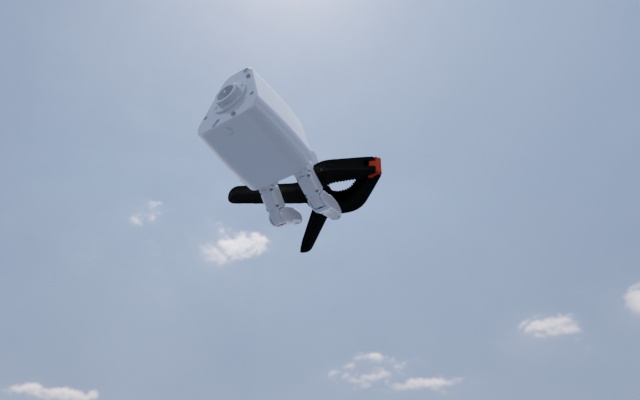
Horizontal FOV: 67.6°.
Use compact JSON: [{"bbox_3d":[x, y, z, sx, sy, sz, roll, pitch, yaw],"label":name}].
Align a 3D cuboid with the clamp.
[{"bbox_3d":[0.000,0.001,0.667,0.210,0.036,0.165,-22,-46,25],"label":"clamp"}]
